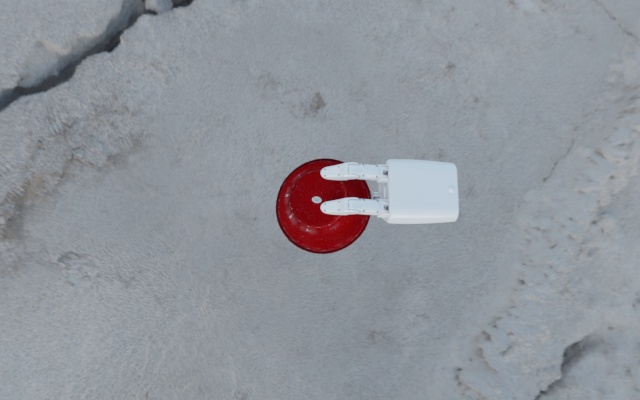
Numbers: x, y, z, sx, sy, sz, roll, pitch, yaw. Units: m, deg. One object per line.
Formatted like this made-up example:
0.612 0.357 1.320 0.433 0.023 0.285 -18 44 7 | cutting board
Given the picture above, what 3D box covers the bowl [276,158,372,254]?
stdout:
-0.001 0.003 0.765 0.162 0.162 0.055 0 -12 10 | bowl
